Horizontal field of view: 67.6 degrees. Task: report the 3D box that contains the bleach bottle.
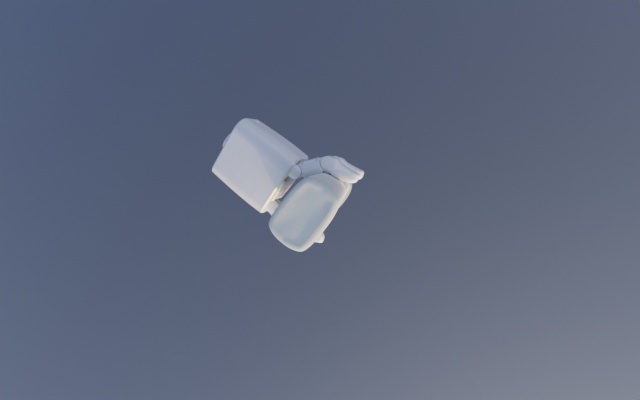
[{"bbox_3d":[0.000,0.002,0.745,0.068,0.102,0.251,39,12,4],"label":"bleach bottle"}]
